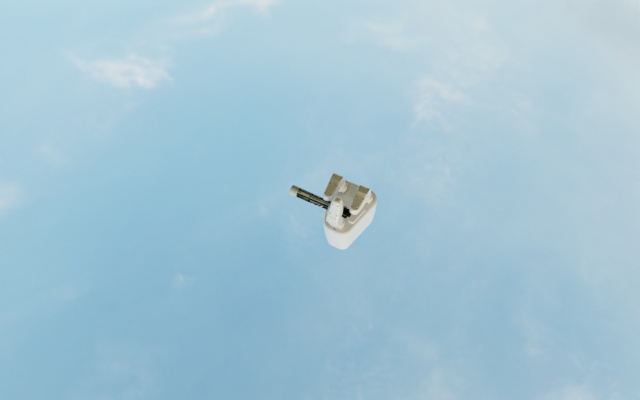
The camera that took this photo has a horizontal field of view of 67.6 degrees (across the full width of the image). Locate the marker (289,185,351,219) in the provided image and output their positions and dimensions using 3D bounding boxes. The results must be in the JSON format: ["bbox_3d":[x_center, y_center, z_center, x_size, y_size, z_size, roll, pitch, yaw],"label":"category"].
[{"bbox_3d":[0.000,0.003,0.868,0.121,0.020,0.020,23,5,13],"label":"marker"}]
